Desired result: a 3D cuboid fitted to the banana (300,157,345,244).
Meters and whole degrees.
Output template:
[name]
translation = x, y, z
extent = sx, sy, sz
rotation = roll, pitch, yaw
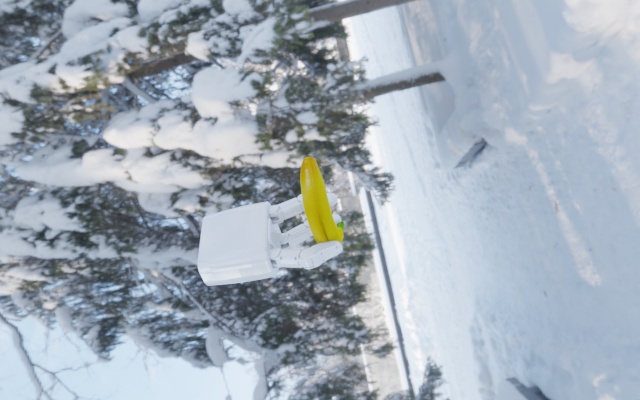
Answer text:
[banana]
translation = 0.002, 0.020, 0.672
extent = 0.037, 0.069, 0.198
rotation = -9, -32, 9
